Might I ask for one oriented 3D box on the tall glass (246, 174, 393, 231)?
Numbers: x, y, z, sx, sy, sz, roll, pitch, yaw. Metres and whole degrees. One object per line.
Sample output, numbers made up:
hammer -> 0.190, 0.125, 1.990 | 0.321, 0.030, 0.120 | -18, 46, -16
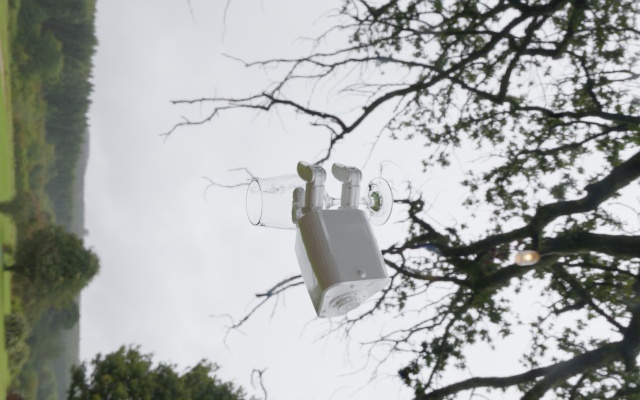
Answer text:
tall glass -> 0.001, 0.002, 0.675 | 0.201, 0.079, 0.079 | 0, 0, -28
